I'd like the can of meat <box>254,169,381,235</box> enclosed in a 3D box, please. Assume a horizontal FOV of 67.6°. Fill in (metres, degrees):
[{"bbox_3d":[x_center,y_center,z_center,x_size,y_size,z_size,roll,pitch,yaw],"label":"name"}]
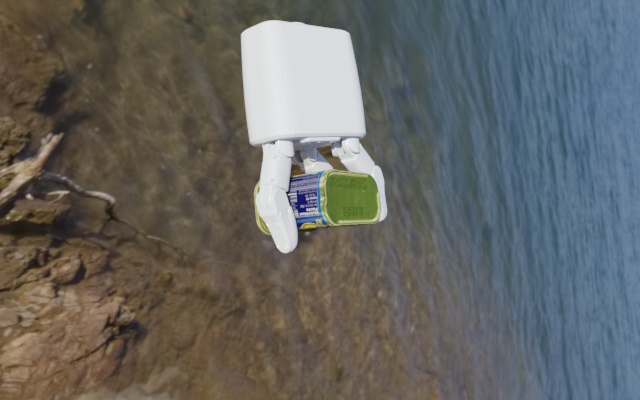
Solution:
[{"bbox_3d":[0.000,0.002,0.476,0.084,0.057,0.102,-8,-5,37],"label":"can of meat"}]
